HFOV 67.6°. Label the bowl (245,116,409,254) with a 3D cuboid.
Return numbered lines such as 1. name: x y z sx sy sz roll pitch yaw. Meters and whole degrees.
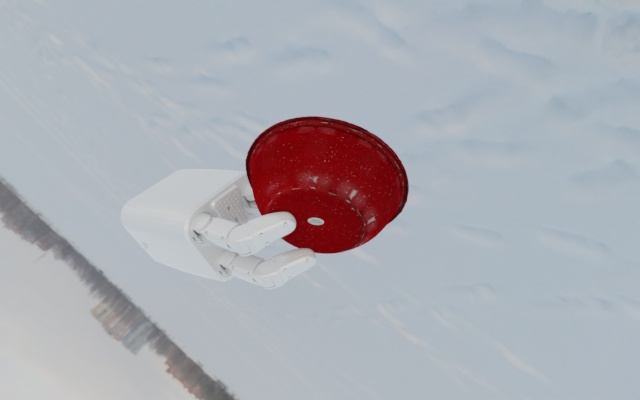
1. bowl: 0.001 0.001 0.449 0.162 0.055 0.162 8 -42 7
